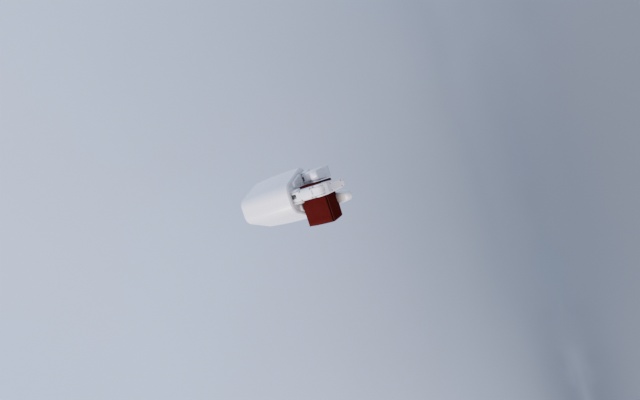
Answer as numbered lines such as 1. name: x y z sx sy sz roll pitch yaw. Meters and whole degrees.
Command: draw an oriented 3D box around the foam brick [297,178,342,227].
1. foam brick: 0.000 0.003 0.888 0.051 0.078 0.053 -17 4 22
